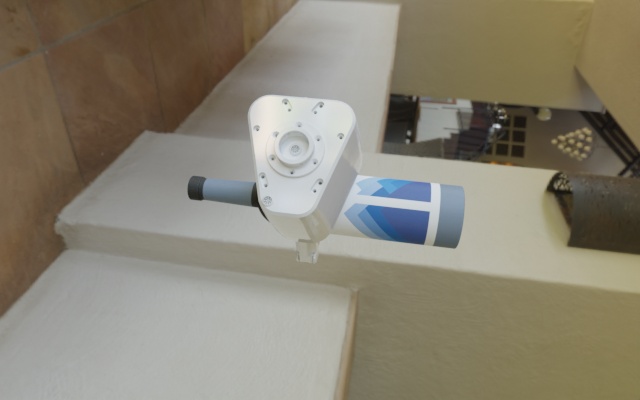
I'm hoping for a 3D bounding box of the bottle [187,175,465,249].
[{"bbox_3d":[0.000,0.002,0.520,0.296,0.069,0.069,6,1,7],"label":"bottle"}]
